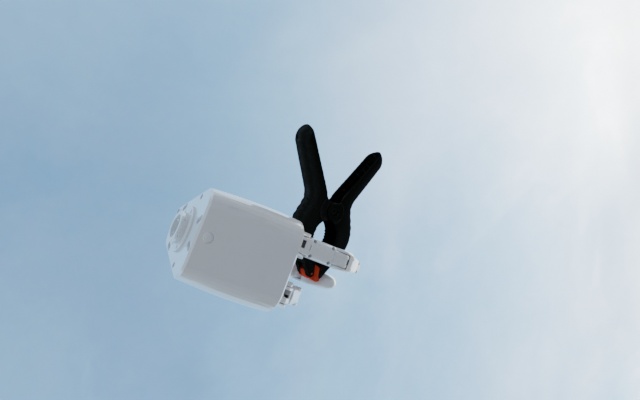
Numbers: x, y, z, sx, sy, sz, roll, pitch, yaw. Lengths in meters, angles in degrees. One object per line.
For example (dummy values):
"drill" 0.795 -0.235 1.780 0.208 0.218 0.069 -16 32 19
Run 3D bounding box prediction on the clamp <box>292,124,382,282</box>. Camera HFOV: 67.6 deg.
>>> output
"clamp" 0.000 0.002 0.539 0.120 0.171 0.039 25 -10 -28
